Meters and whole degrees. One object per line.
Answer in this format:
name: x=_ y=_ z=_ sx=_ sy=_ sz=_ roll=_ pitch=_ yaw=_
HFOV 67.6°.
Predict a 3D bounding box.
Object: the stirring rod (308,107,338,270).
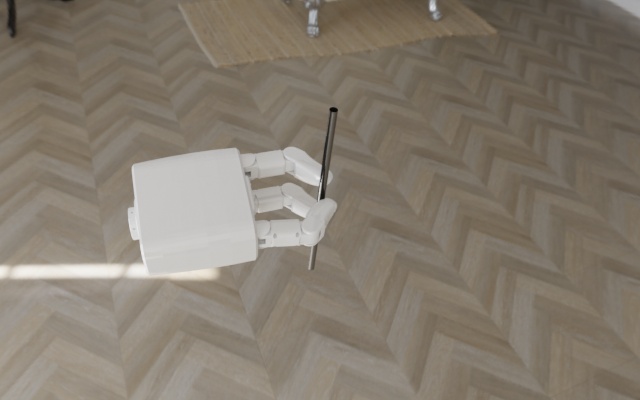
stirring rod: x=0.000 y=0.002 z=0.512 sx=0.011 sy=0.011 sz=0.240 roll=0 pitch=-43 yaw=-8
